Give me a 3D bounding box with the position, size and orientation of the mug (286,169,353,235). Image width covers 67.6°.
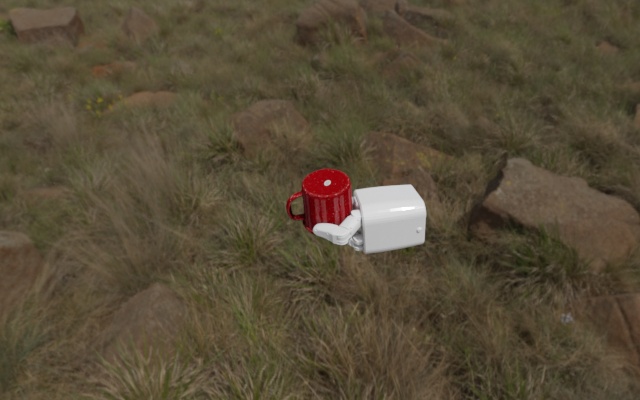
[{"bbox_3d":[-0.001,0.003,0.801,0.117,0.082,0.093,-9,38,-3],"label":"mug"}]
